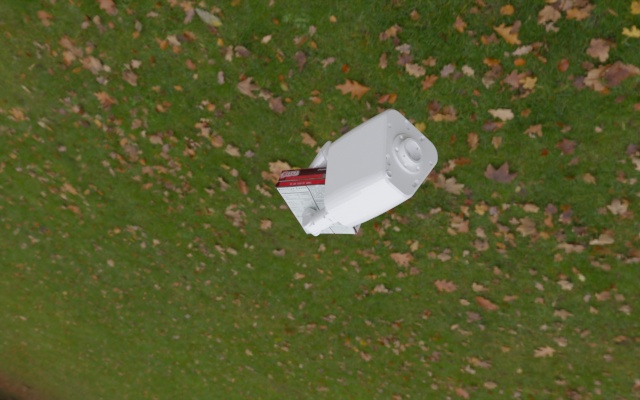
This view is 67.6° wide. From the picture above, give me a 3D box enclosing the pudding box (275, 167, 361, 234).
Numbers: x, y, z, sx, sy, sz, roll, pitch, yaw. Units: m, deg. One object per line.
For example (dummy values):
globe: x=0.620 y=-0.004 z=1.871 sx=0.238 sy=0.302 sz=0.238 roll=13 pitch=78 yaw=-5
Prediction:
pudding box: x=0.000 y=0.002 z=0.685 sx=0.090 sy=0.039 sz=0.114 roll=-1 pitch=-43 yaw=29
